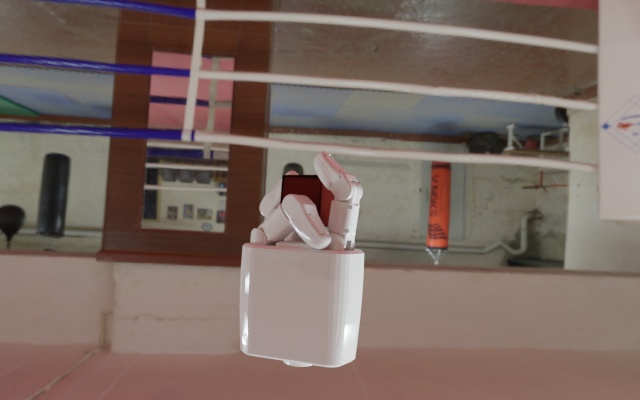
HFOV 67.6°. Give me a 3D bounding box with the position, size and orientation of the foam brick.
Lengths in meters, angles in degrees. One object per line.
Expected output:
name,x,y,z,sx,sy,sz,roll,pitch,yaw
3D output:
foam brick,0.000,0.002,0.509,0.053,0.051,0.078,2,-2,34
